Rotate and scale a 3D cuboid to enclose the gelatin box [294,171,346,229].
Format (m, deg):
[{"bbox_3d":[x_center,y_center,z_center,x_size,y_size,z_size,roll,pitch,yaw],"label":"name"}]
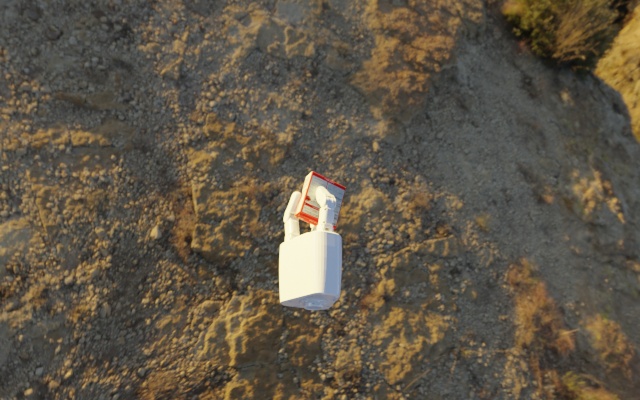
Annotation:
[{"bbox_3d":[0.000,0.002,0.861,0.073,0.089,0.030,25,-28,-18],"label":"gelatin box"}]
